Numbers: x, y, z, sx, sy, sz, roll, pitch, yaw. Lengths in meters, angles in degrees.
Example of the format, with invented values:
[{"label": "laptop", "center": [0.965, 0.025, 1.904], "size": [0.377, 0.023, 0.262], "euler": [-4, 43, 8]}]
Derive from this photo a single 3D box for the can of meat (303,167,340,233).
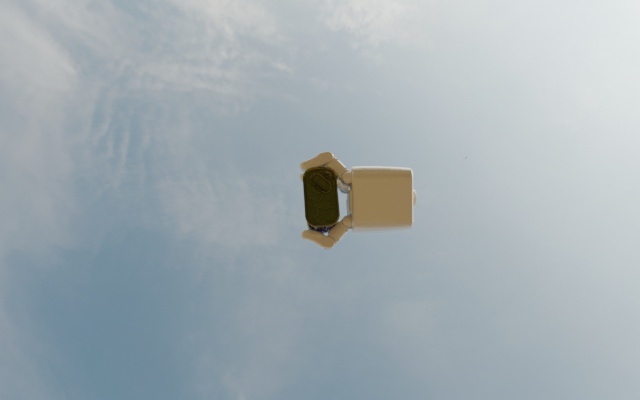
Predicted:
[{"label": "can of meat", "center": [0.000, 0.003, 0.830], "size": [0.057, 0.102, 0.084], "euler": [-4, -14, -2]}]
